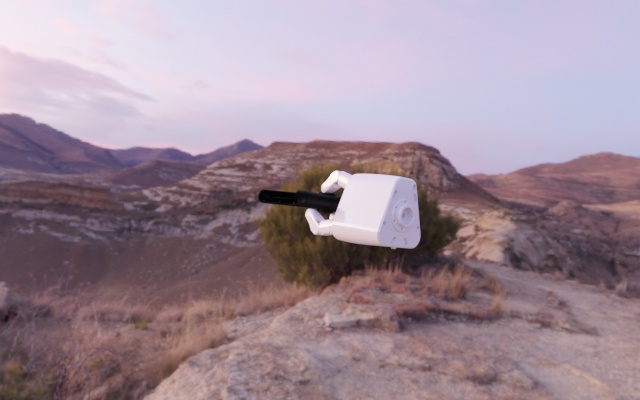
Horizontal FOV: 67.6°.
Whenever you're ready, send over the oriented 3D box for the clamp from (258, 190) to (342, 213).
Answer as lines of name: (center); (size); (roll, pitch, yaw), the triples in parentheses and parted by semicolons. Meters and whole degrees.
clamp: (0.001, 0.002, 0.873); (0.210, 0.036, 0.164); (7, -1, -37)
